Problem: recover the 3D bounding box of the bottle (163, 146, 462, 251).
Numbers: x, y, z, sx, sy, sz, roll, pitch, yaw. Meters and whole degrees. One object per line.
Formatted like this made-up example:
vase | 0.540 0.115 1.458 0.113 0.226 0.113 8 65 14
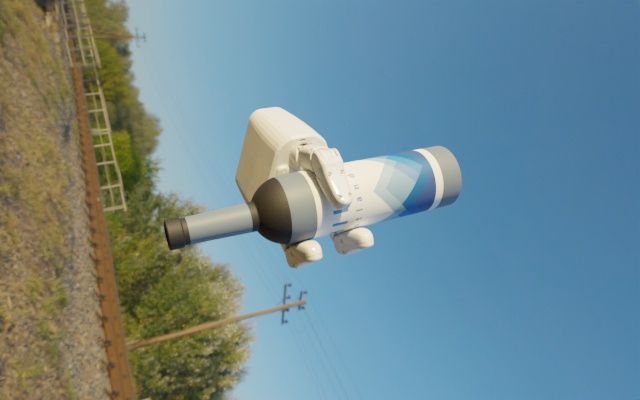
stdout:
bottle | 0.000 0.002 0.468 0.295 0.069 0.069 -12 5 -22
